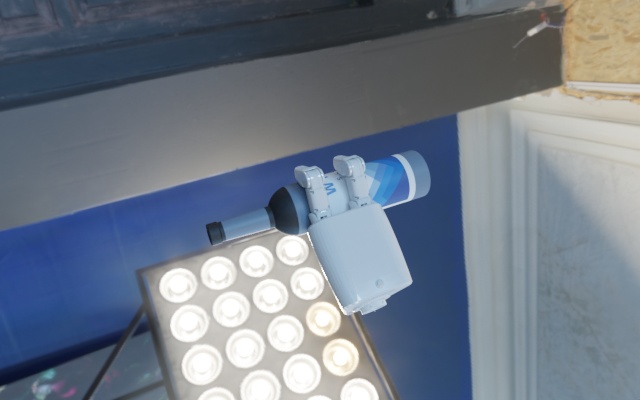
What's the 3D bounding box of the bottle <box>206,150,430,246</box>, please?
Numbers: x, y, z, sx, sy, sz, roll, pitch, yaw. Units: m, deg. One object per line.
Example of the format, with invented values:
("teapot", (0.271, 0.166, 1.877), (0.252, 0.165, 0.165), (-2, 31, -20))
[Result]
("bottle", (0.000, 0.002, 0.618), (0.295, 0.069, 0.069), (-17, 5, -18))
